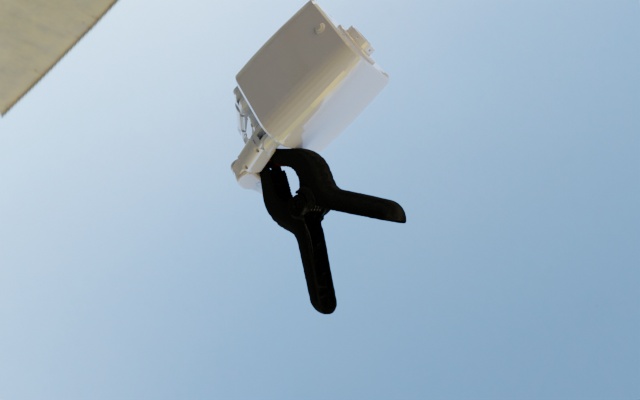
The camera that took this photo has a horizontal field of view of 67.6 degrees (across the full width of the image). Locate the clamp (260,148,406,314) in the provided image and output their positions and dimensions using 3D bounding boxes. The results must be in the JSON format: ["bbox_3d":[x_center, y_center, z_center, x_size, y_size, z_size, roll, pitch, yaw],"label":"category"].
[{"bbox_3d":[0.000,0.001,0.434,0.120,0.171,0.039,-44,-28,21],"label":"clamp"}]
